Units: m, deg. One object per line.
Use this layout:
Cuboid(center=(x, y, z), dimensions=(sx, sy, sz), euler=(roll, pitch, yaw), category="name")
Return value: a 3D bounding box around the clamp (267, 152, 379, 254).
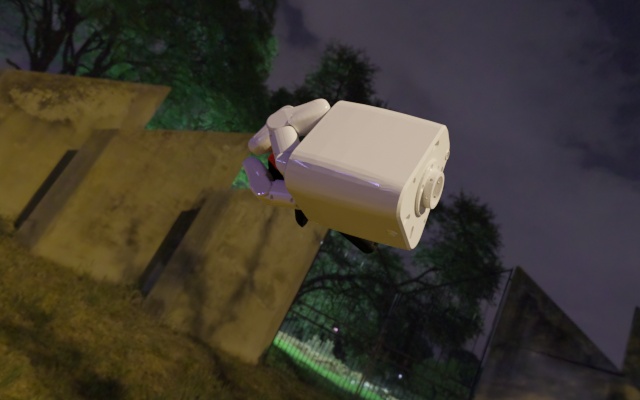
Cuboid(center=(0.000, 0.001, 0.525), dimensions=(0.120, 0.039, 0.172), euler=(17, -22, 27), category="clamp")
